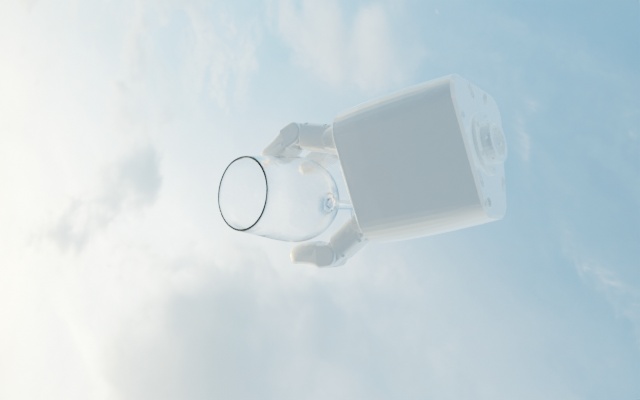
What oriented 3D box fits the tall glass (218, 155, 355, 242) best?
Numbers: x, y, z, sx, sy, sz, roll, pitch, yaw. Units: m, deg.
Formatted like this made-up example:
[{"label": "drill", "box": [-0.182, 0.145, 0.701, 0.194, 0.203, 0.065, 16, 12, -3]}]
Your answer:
[{"label": "tall glass", "box": [0.000, 0.002, 0.461, 0.079, 0.079, 0.201, 0, -4, 41]}]
